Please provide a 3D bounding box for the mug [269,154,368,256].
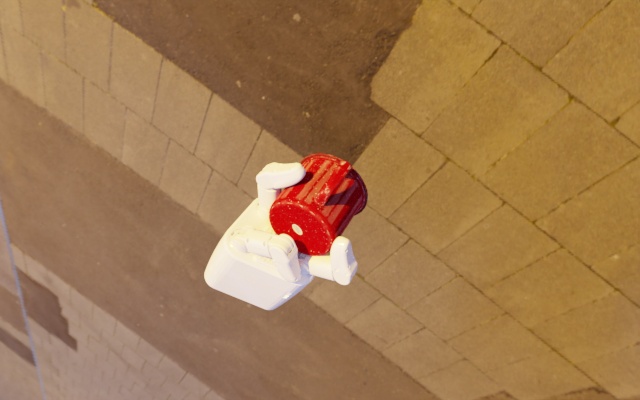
[{"bbox_3d":[0.001,0.001,0.527,0.093,0.081,0.117,38,-40,-1],"label":"mug"}]
